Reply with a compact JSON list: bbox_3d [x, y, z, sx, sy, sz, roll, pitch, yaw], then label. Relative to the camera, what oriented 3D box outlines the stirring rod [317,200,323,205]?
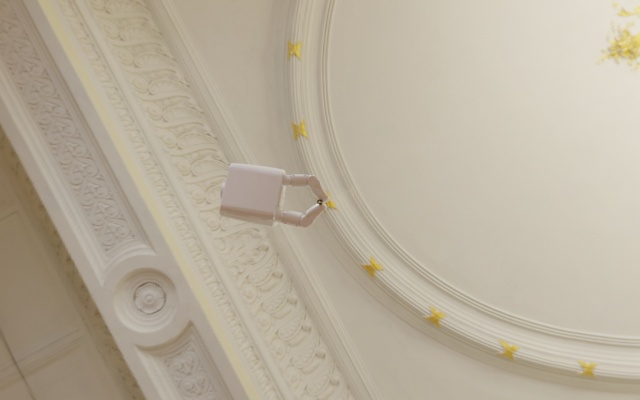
[{"bbox_3d":[0.000,0.003,0.881,0.011,0.011,0.239,0,0,1],"label":"stirring rod"}]
